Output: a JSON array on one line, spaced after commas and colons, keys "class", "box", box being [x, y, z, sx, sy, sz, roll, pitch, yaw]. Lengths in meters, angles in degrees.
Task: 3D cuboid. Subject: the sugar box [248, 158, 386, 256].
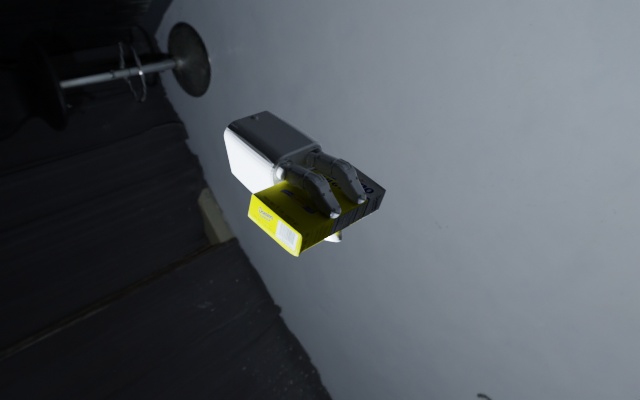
[{"class": "sugar box", "box": [0.000, 0.002, 0.649, 0.093, 0.048, 0.176, 38, 44, 25]}]
